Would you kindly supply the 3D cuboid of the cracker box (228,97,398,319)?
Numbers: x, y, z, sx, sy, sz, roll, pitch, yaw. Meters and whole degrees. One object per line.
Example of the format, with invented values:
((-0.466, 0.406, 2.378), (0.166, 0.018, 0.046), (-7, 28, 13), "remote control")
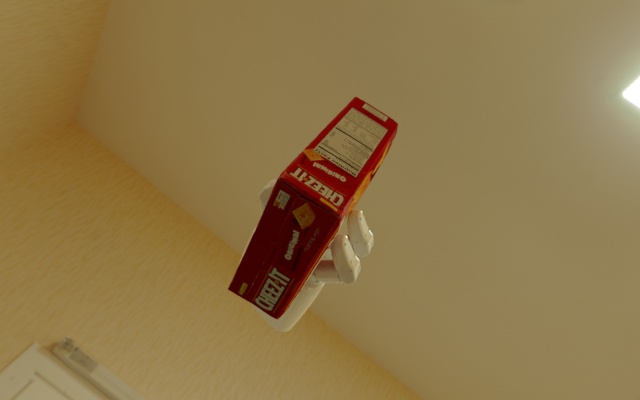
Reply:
((0.000, 0.002, 0.527), (0.072, 0.164, 0.213), (31, 38, 4), "cracker box")
